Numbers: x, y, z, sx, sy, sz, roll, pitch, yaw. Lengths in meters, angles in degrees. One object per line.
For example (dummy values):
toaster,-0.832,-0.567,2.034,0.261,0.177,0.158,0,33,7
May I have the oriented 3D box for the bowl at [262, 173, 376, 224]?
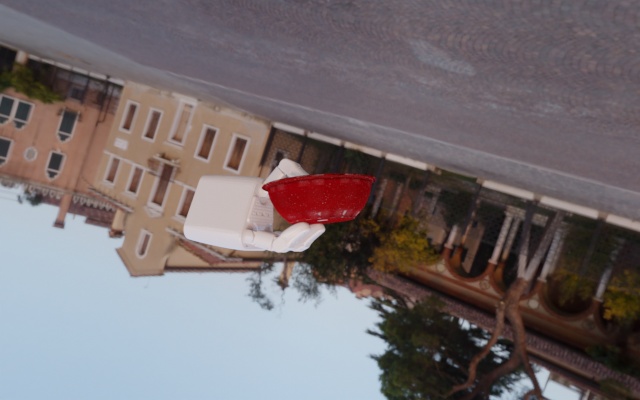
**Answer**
bowl,0.001,0.002,0.670,0.162,0.055,0.162,-4,-7,-1
